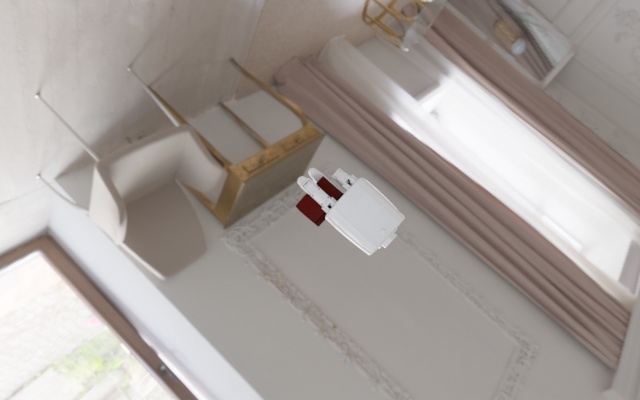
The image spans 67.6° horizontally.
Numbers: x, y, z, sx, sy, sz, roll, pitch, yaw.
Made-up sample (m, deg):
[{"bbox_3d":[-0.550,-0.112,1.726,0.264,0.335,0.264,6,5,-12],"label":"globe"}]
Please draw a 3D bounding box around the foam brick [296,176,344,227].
[{"bbox_3d":[0.000,0.003,0.886,0.051,0.078,0.053,42,-2,10],"label":"foam brick"}]
